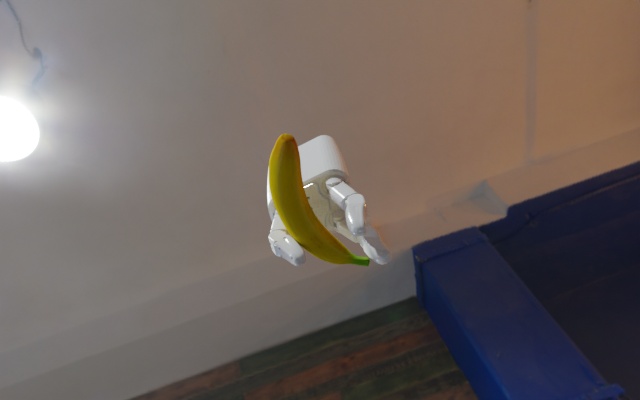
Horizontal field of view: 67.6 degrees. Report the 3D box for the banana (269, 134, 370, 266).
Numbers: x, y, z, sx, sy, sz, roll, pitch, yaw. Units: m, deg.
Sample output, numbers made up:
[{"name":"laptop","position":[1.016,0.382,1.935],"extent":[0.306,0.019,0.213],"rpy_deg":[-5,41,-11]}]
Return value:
[{"name":"banana","position":[-0.015,0.011,0.543],"extent":[0.069,0.198,0.037],"rpy_deg":[-23,33,17]}]
